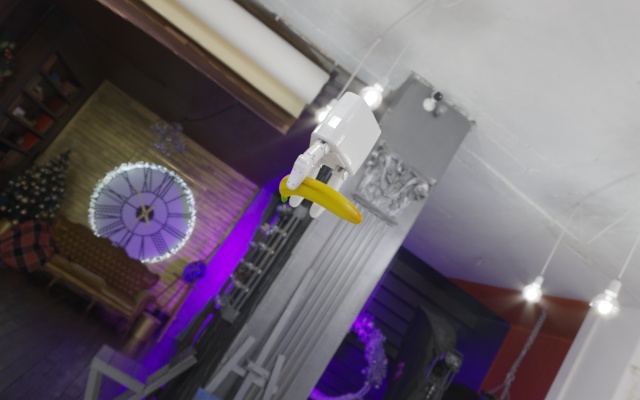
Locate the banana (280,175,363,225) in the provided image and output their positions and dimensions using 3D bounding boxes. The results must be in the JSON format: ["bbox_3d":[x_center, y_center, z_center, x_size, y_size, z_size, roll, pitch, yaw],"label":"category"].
[{"bbox_3d":[-0.011,-0.010,0.811,0.197,0.037,0.070,18,-26,45],"label":"banana"}]
